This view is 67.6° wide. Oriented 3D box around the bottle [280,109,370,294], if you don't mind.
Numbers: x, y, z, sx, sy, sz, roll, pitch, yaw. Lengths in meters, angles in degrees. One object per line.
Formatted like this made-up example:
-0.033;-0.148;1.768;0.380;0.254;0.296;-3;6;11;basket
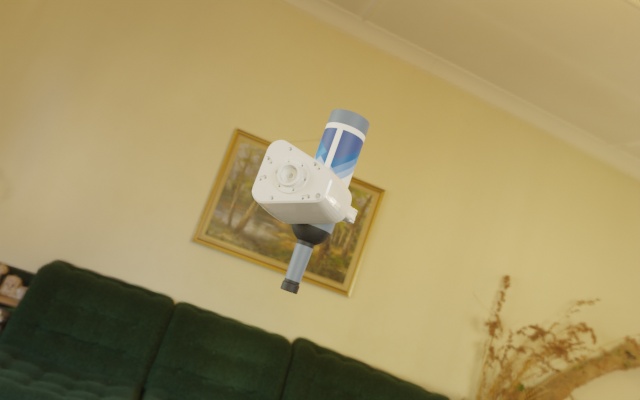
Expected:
0.000;0.002;0.754;0.069;0.295;0.069;19;-10;4;bottle
